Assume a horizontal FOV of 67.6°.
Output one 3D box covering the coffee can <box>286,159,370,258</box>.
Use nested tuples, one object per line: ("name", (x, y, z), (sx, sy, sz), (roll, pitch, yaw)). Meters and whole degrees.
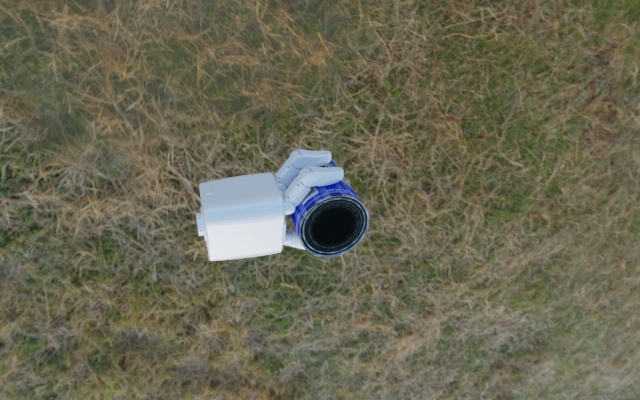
("coffee can", (0.000, 0.002, 0.710), (0.103, 0.103, 0.140), (0, 30, -19))
